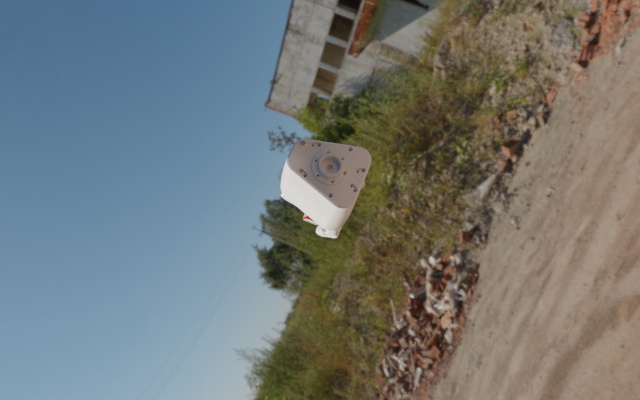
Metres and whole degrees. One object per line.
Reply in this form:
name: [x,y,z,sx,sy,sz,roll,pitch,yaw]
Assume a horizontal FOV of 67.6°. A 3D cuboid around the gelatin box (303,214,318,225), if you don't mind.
gelatin box: [0.000,0.002,0.791,0.030,0.073,0.089,24,-6,-4]
